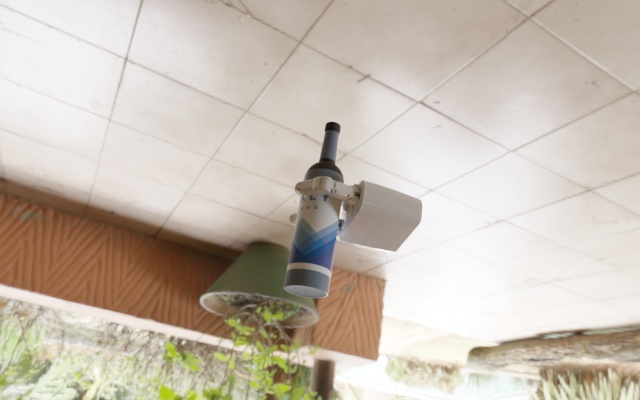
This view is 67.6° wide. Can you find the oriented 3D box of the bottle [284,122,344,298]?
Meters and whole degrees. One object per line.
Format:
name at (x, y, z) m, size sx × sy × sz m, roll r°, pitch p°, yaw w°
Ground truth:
bottle at (0.000, 0.003, 0.762) m, size 0.069 × 0.295 × 0.069 m, roll 8°, pitch -25°, yaw 4°
